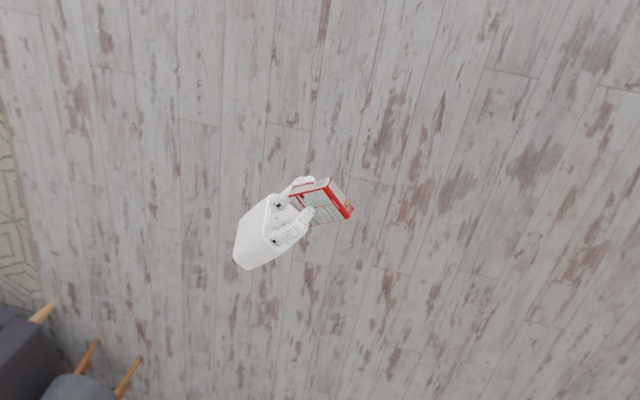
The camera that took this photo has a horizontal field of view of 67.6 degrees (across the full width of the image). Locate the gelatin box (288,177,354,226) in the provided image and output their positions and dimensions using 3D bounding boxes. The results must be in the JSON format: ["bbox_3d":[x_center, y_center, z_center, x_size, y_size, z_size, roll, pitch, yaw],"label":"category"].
[{"bbox_3d":[0.000,0.003,0.798,0.089,0.073,0.030,-13,35,41],"label":"gelatin box"}]
